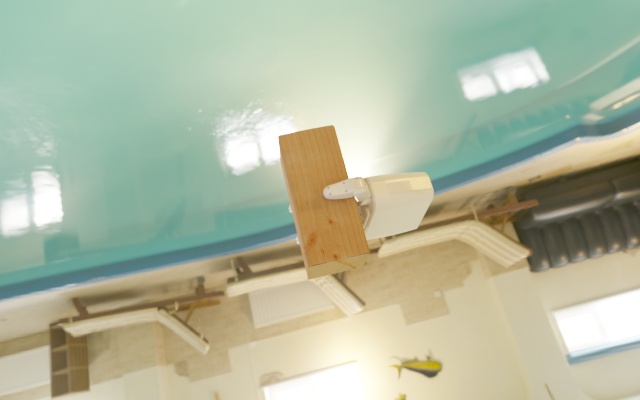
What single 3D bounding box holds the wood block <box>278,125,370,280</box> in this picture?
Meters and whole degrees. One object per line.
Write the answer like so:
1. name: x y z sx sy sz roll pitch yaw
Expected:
1. wood block: 0.001 0.002 0.724 0.090 0.206 0.091 -12 -20 -7
